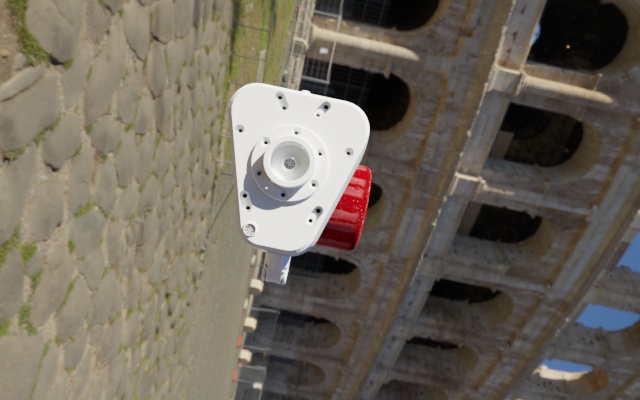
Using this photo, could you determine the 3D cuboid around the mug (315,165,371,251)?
[{"bbox_3d":[0.000,0.002,0.465,0.081,0.093,0.117,12,-4,-1],"label":"mug"}]
